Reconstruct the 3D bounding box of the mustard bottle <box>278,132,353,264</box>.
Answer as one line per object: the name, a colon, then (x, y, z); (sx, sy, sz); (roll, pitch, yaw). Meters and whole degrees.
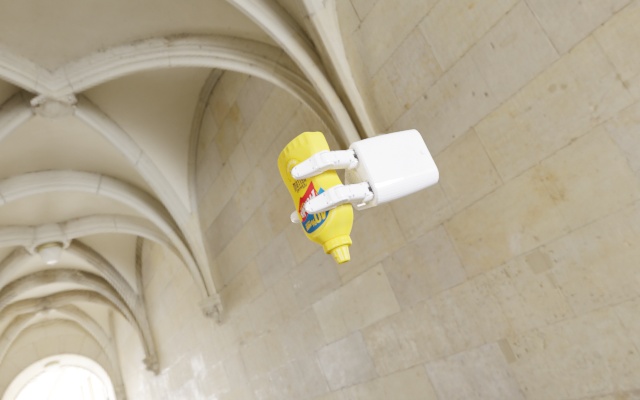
mustard bottle: (0.000, 0.002, 0.701); (0.058, 0.191, 0.096); (-7, -24, -40)
